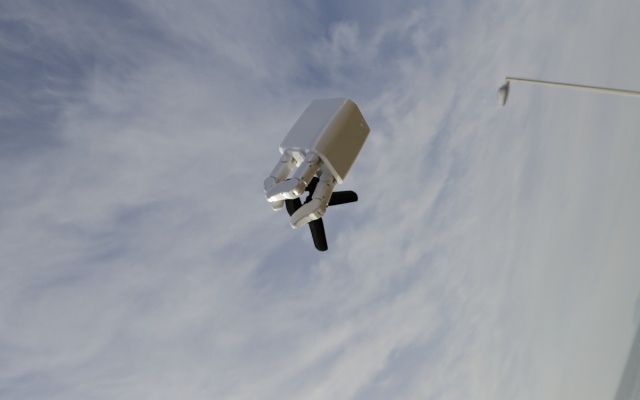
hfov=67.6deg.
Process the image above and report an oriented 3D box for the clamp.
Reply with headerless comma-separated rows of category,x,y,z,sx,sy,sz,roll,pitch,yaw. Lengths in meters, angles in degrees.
clamp,0.000,0.002,0.794,0.039,0.120,0.172,22,-19,36
